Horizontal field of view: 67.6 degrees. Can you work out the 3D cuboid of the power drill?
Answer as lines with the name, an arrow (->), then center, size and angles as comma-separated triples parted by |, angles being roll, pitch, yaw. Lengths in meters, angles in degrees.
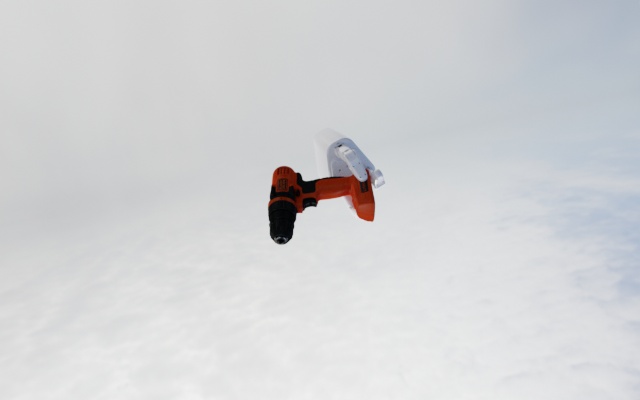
power drill -> 0.001, 0.003, 0.849 | 0.187, 0.057, 0.184 | -1, 43, -1
